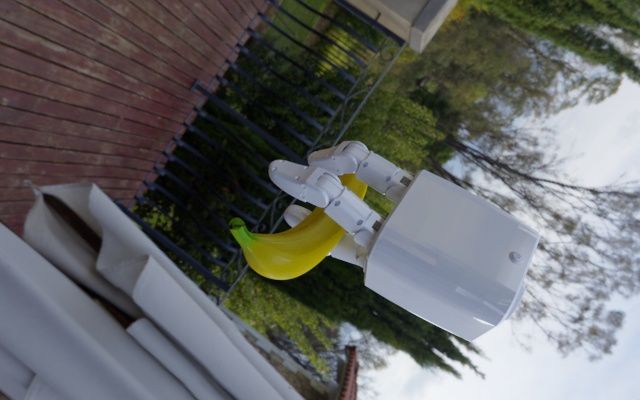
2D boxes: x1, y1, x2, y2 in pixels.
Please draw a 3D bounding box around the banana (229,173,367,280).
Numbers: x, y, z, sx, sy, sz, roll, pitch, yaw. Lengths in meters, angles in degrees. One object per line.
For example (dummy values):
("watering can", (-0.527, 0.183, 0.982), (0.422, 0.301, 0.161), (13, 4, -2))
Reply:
("banana", (-0.004, 0.019, 0.415), (0.037, 0.070, 0.197), (20, 27, 25))
